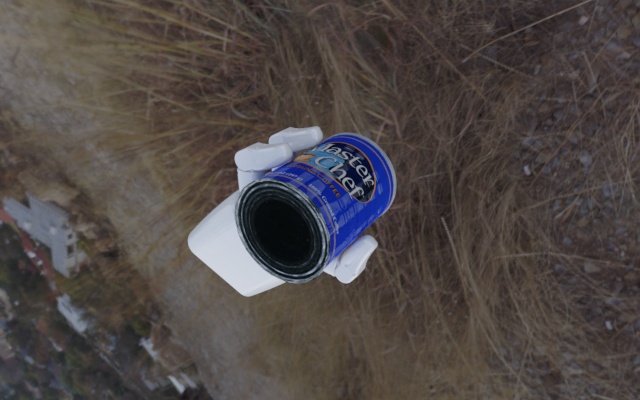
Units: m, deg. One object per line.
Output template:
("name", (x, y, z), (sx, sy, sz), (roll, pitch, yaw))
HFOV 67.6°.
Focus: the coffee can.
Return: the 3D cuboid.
("coffee can", (0.000, 0.001, 0.471), (0.103, 0.103, 0.140), (0, 23, 34))
